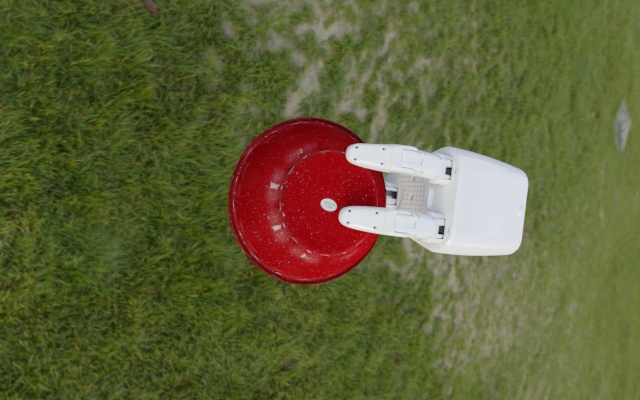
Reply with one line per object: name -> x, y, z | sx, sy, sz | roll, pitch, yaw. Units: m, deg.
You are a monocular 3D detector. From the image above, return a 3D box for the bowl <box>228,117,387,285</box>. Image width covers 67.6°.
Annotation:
bowl -> -0.001, 0.002, 0.436 | 0.162, 0.162, 0.055 | 0, 1, -20
